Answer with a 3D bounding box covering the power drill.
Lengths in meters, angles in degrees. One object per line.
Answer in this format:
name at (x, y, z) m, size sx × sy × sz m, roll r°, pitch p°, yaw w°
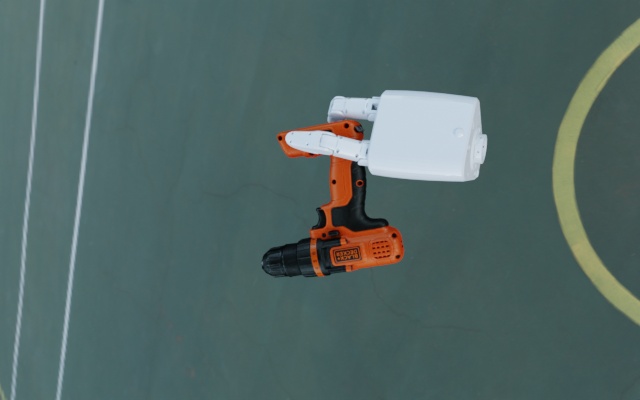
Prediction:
power drill at (0.000, 0.001, 0.600) m, size 0.184 × 0.187 × 0.057 m, roll -10°, pitch 5°, yaw 12°
